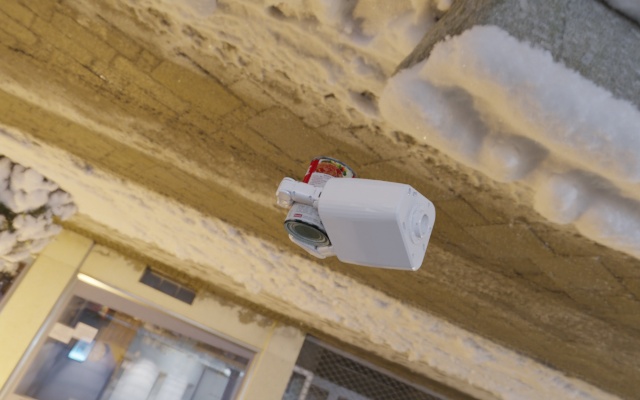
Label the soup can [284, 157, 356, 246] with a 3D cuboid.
[{"bbox_3d":[0.000,0.002,0.640,0.068,0.102,0.068,19,-25,9],"label":"soup can"}]
